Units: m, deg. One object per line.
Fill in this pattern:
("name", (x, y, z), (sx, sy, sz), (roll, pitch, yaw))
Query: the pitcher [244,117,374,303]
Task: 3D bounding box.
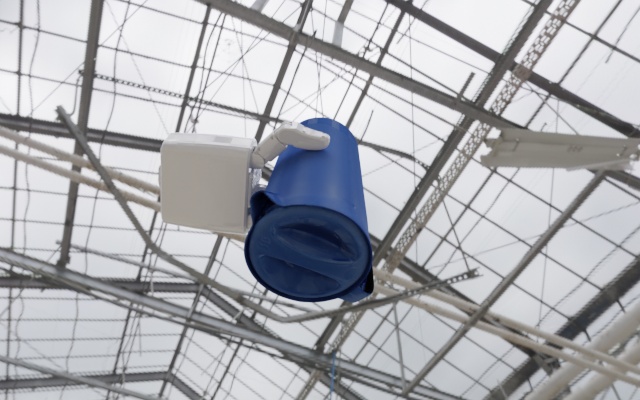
("pitcher", (0.000, 0.002, 0.588), (0.145, 0.149, 0.242), (6, 34, 1))
